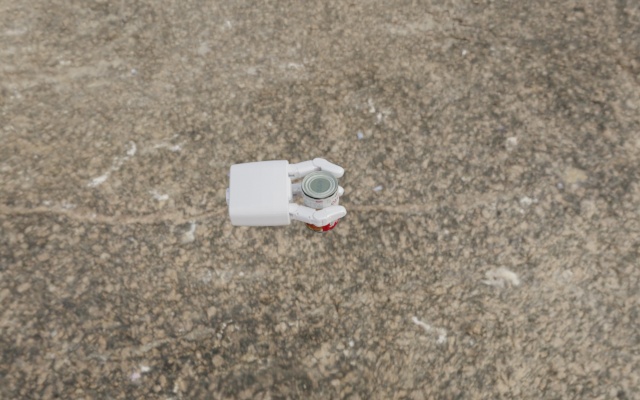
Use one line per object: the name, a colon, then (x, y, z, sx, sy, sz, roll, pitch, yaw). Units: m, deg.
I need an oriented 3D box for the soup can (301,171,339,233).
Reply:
soup can: (0.001, 0.003, 0.878, 0.068, 0.068, 0.102, 0, -40, 2)
